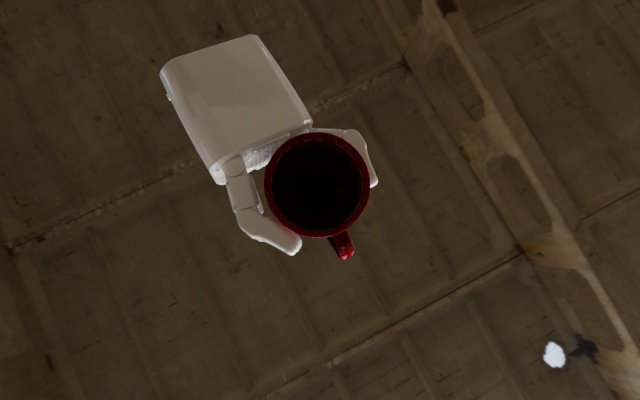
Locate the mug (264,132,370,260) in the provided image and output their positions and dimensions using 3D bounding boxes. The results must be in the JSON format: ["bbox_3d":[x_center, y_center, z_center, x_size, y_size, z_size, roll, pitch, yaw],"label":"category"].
[{"bbox_3d":[0.001,0.003,0.451,0.093,0.117,0.081,-28,-5,-8],"label":"mug"}]
